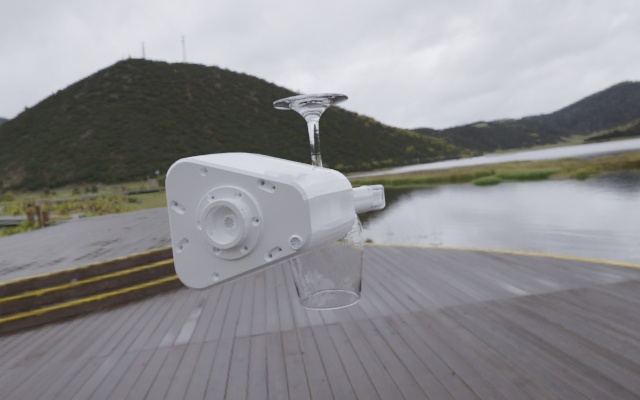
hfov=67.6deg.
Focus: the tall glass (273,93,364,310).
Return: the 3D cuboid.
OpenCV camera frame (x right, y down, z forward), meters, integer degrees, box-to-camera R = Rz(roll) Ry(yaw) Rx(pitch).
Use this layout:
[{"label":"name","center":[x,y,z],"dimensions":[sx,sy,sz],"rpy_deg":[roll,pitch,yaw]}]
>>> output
[{"label":"tall glass","center":[0.000,0.001,0.471],"dimensions":[0.079,0.201,0.079],"rpy_deg":[-6,3,0]}]
